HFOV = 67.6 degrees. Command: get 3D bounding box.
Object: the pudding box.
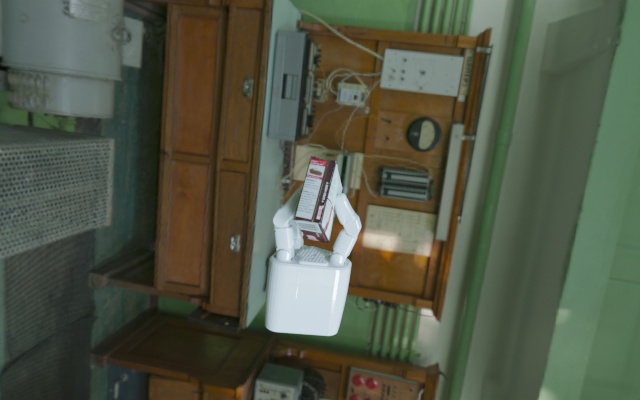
[{"bbox_3d":[0.000,0.002,0.653,0.039,0.090,0.113,11,-15,9],"label":"pudding box"}]
